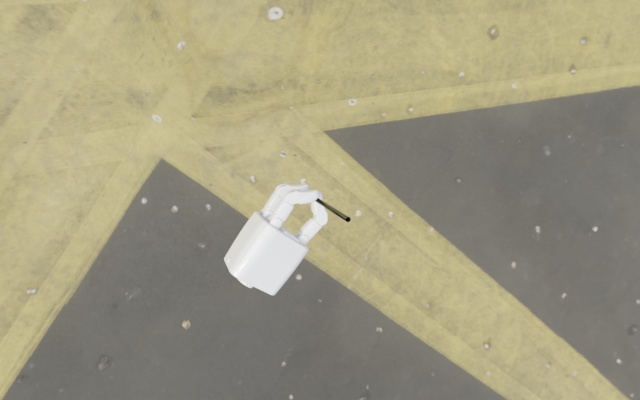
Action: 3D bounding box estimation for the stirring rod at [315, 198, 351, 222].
[{"bbox_3d":[0.000,0.003,0.802,0.011,0.011,0.239,0,12,-20],"label":"stirring rod"}]
